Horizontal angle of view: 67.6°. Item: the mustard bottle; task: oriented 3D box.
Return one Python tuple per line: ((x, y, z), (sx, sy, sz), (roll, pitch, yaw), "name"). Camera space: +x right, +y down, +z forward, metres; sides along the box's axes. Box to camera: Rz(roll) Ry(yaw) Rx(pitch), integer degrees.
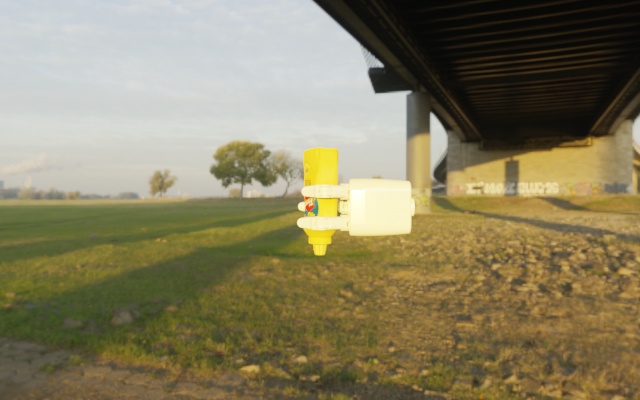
((0.000, 0.003, 0.868), (0.058, 0.191, 0.096), (0, 0, -21), "mustard bottle")
